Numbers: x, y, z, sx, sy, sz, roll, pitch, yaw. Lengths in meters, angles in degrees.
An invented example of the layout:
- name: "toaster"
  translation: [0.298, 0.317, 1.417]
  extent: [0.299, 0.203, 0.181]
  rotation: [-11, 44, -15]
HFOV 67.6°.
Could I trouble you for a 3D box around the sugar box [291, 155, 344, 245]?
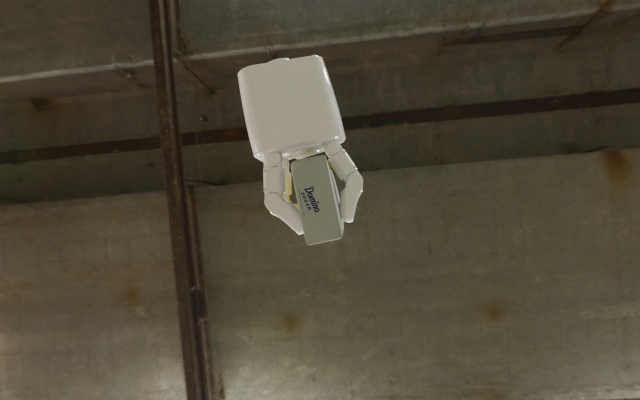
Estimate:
- name: "sugar box"
  translation: [0.000, 0.002, 0.590]
  extent: [0.048, 0.093, 0.176]
  rotation: [-12, -3, 5]
